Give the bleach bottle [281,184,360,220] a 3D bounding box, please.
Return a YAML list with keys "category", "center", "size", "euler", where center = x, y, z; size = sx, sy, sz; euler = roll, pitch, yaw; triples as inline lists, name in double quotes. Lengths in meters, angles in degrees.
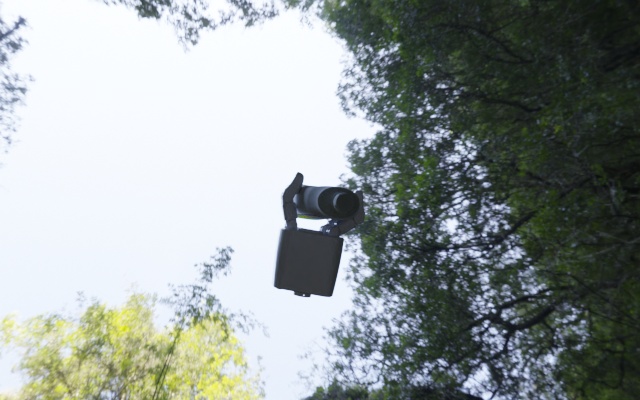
- category: "bleach bottle"
  center: [0.000, 0.003, 0.837]
  size: [0.102, 0.068, 0.251]
  euler: [10, -3, -13]
